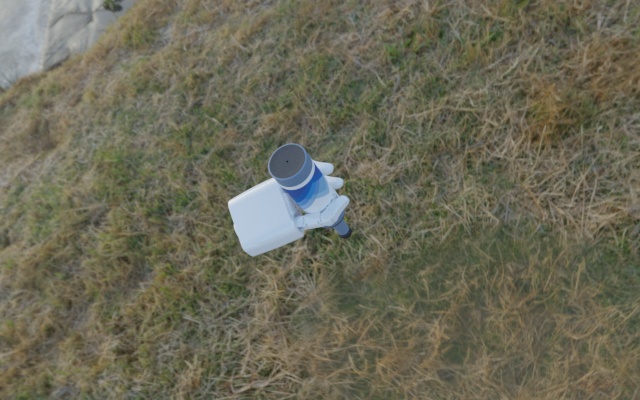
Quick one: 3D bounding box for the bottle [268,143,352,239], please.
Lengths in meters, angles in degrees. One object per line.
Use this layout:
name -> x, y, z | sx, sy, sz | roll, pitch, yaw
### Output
bottle -> 0.000, 0.003, 0.866 | 0.069, 0.069, 0.296 | 0, -26, 23
